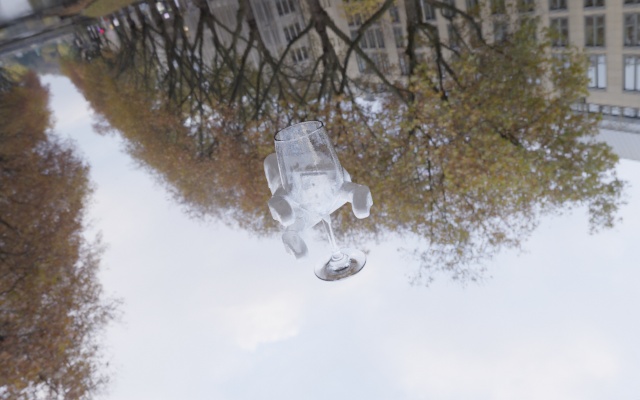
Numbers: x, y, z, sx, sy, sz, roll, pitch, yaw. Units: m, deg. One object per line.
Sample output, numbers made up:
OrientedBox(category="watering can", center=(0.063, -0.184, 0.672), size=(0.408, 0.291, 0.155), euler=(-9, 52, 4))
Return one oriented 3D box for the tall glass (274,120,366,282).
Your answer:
OrientedBox(category="tall glass", center=(0.000, 0.003, 0.610), size=(0.079, 0.201, 0.079), euler=(-14, 26, 7))
